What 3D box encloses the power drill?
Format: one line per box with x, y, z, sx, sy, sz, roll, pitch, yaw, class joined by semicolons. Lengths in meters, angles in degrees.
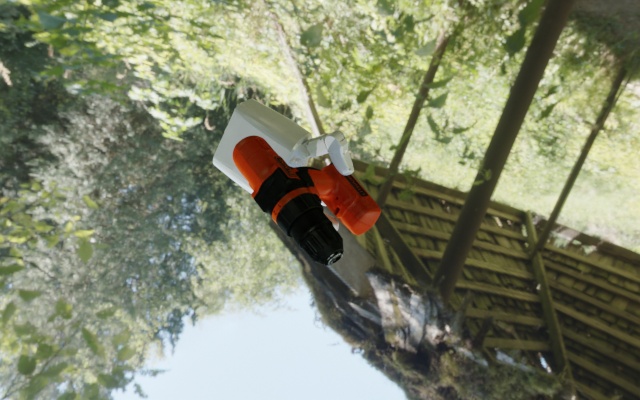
0.000;0.002;0.583;0.057;0.184;0.187;-47;-26;19;power drill
